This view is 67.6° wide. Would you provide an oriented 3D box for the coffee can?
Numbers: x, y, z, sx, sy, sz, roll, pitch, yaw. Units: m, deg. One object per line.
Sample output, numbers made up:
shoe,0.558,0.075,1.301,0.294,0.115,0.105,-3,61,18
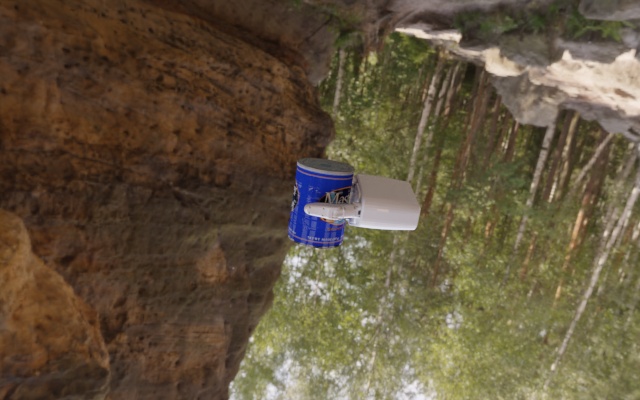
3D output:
coffee can,0.000,0.003,0.858,0.103,0.140,0.102,8,15,-2
